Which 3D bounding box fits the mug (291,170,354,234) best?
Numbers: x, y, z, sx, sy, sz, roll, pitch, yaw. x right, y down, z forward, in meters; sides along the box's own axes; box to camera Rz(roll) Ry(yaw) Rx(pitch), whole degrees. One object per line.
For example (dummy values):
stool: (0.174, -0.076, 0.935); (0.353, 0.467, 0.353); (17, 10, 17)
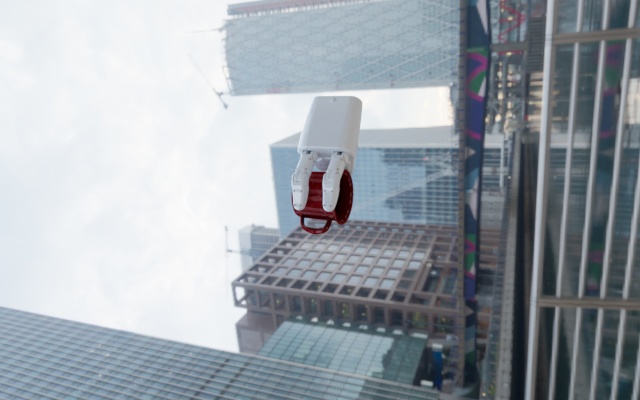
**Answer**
mug: (0.000, 0.004, 0.809); (0.081, 0.117, 0.093); (4, -23, 23)
